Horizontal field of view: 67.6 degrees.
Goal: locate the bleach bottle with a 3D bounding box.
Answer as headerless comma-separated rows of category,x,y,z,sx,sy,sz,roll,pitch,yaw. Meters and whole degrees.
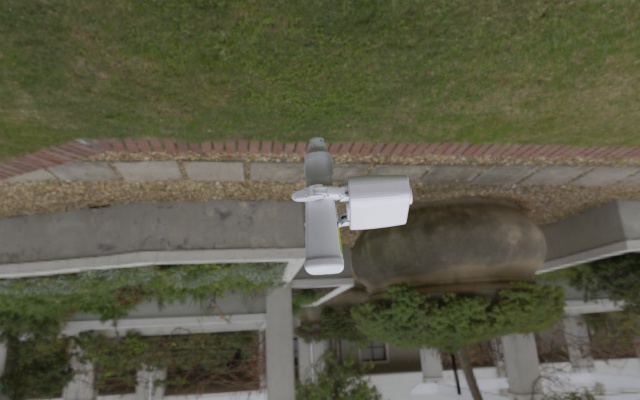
bleach bottle,0.000,0.003,0.864,0.068,0.250,0.102,-4,-16,1
